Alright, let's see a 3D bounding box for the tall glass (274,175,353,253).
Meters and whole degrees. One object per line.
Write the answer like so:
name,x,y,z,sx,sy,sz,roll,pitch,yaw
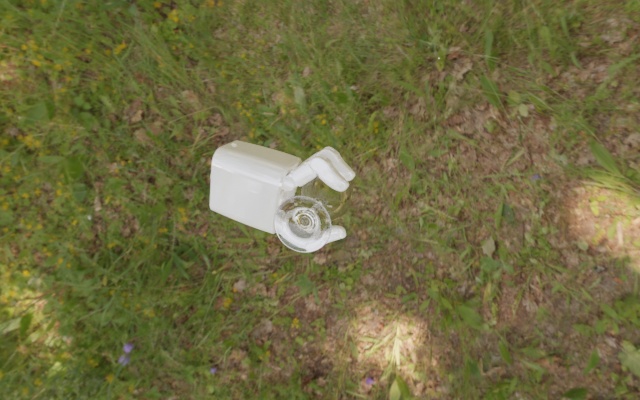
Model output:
tall glass,0.000,0.003,0.679,0.079,0.079,0.201,0,16,14
